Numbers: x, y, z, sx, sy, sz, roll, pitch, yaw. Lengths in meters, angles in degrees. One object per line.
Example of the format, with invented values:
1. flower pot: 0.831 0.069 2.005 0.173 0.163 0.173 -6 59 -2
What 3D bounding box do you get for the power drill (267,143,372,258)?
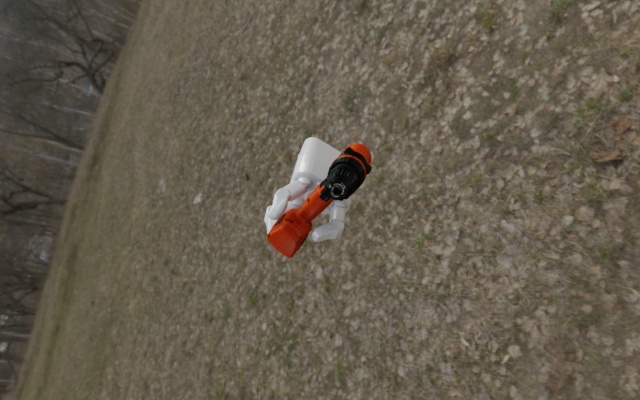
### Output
1. power drill: 0.000 0.003 0.720 0.188 0.057 0.184 -45 3 24
